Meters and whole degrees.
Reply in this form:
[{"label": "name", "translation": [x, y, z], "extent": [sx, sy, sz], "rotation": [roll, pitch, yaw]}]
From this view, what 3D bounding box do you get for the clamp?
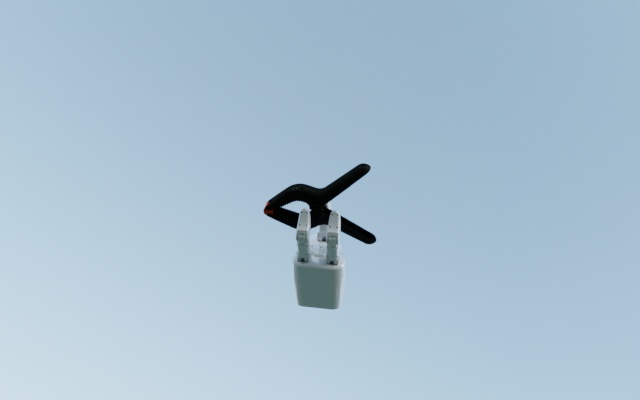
[{"label": "clamp", "translation": [0.000, 0.003, 0.865], "extent": [0.210, 0.165, 0.036], "rotation": [4, 31, 7]}]
